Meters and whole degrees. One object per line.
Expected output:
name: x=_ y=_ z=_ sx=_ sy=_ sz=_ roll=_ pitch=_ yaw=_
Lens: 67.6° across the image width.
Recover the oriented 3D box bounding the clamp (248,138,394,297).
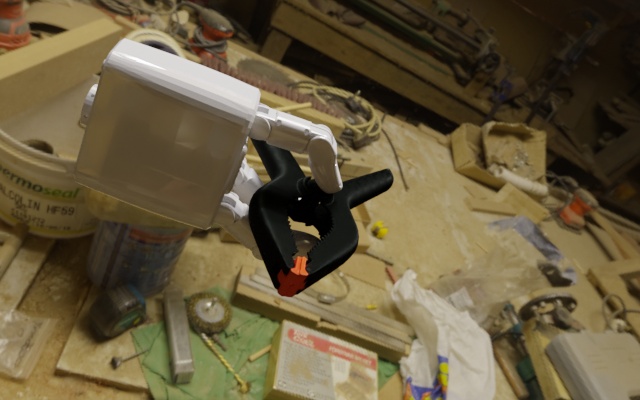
clamp: x=0.000 y=0.001 z=0.418 sx=0.164 sy=0.036 sz=0.209 roll=19 pitch=36 yaw=-15
